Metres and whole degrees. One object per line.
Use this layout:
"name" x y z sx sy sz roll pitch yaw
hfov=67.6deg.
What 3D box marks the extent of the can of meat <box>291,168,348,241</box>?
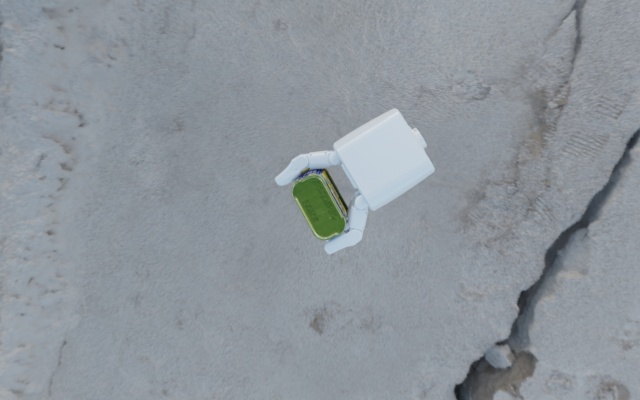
"can of meat" 0.000 0.002 0.710 0.057 0.102 0.084 -28 9 8
